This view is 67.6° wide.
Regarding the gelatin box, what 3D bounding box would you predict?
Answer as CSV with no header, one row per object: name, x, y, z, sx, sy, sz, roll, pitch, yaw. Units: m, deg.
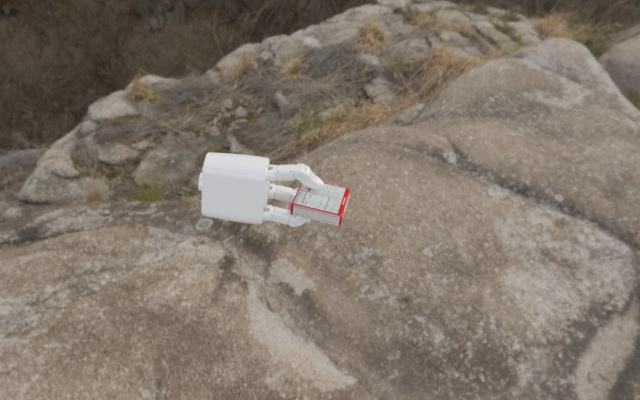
gelatin box,0.001,0.002,0.822,0.089,0.030,0.073,13,41,7
